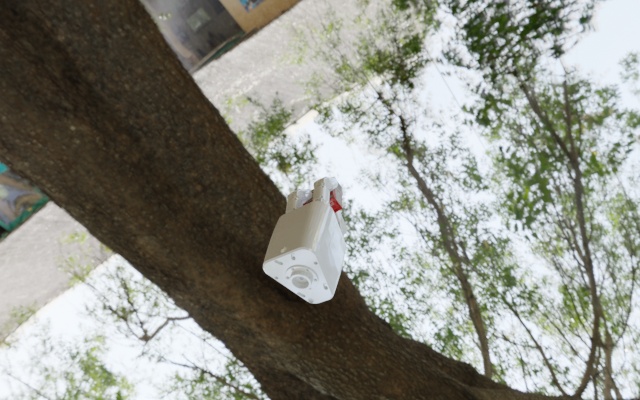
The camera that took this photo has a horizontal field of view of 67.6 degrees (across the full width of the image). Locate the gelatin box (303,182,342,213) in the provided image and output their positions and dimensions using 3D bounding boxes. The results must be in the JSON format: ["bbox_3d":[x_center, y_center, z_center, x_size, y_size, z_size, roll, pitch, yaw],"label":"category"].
[{"bbox_3d":[0.000,0.003,0.826,0.073,0.030,0.089,-31,21,16],"label":"gelatin box"}]
